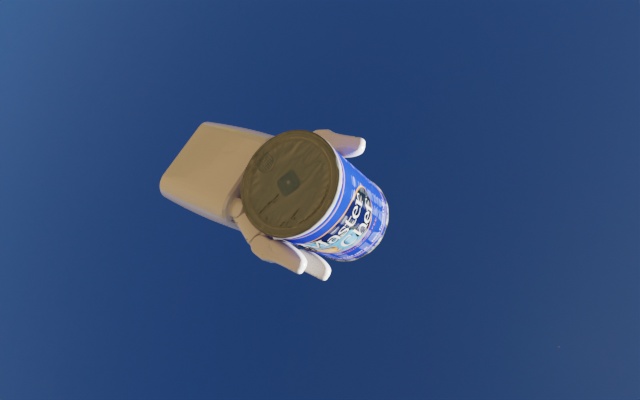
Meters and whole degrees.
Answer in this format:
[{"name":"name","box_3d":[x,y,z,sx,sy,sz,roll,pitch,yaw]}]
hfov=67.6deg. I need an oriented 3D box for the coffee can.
[{"name":"coffee can","box_3d":[0.000,0.002,0.491,0.103,0.102,0.140,0,-15,26]}]
